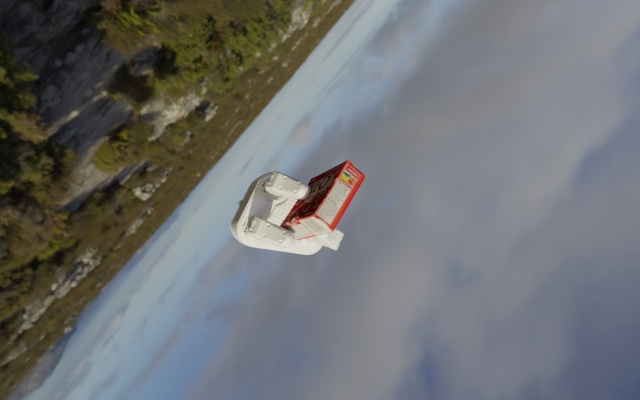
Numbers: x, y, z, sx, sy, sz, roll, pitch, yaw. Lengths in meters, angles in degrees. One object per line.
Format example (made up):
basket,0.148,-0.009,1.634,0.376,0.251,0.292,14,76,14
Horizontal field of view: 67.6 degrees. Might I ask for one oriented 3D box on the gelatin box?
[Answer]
gelatin box,0.001,0.002,0.509,0.030,0.073,0.089,40,-25,-15
